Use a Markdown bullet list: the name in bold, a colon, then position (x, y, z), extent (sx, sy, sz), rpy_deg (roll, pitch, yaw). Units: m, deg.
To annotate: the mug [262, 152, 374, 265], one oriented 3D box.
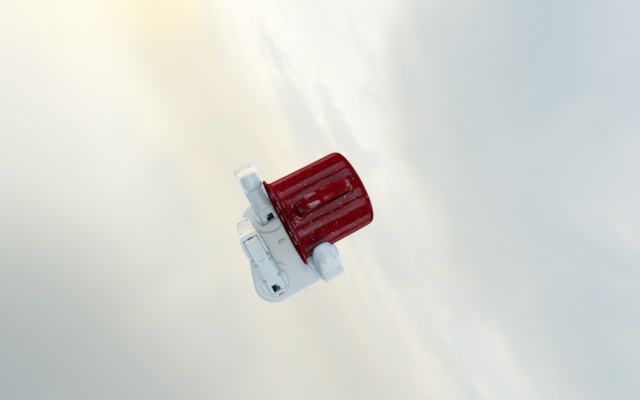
- **mug**: position (0.000, 0.001, 0.461), extent (0.081, 0.093, 0.117), rpy_deg (-27, -9, -8)
